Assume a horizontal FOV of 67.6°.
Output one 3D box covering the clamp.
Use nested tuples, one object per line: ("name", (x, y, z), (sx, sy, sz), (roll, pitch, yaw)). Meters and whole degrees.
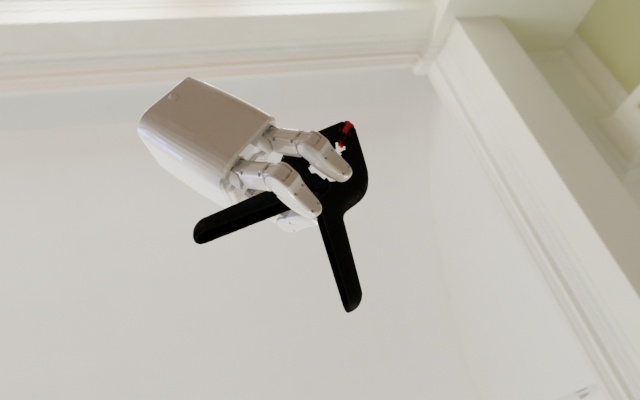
("clamp", (0.000, 0.002, 0.480), (0.164, 0.210, 0.036), (30, -34, 7))
